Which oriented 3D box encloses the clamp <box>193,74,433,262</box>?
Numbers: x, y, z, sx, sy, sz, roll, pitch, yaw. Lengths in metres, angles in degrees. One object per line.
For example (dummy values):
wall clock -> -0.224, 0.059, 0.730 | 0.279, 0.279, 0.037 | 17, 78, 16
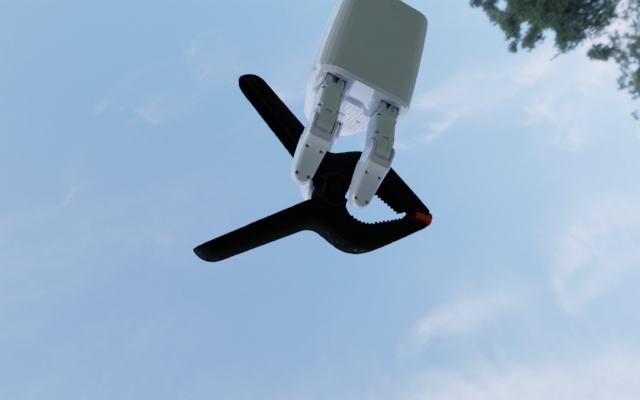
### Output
clamp -> 0.000, 0.002, 0.421 | 0.210, 0.164, 0.036 | 23, -17, -16
